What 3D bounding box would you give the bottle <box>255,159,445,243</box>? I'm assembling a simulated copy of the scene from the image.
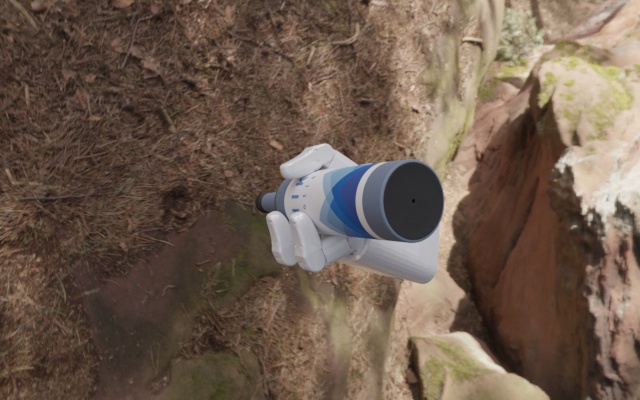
[{"bbox_3d":[0.000,0.002,0.503,0.069,0.069,0.295,0,0,-30],"label":"bottle"}]
